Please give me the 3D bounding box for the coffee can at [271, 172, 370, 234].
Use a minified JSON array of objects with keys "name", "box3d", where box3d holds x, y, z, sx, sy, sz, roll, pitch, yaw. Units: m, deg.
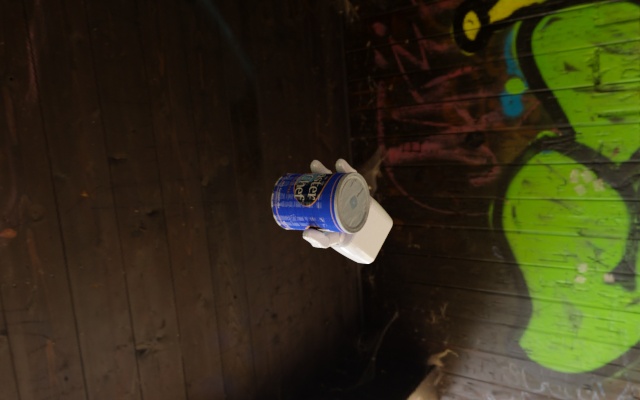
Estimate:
[{"name":"coffee can","box3d":[0.000,0.003,0.829,0.140,0.103,0.103,1,1,36]}]
